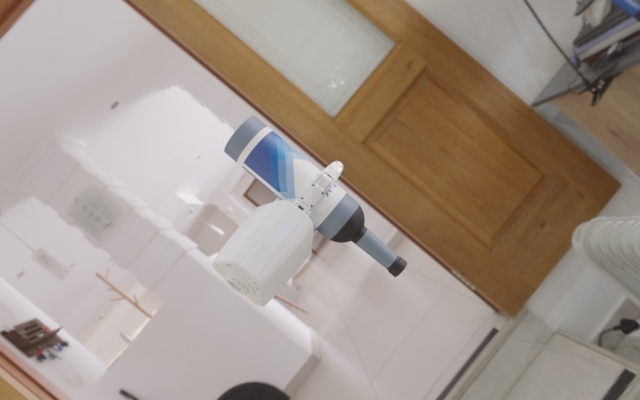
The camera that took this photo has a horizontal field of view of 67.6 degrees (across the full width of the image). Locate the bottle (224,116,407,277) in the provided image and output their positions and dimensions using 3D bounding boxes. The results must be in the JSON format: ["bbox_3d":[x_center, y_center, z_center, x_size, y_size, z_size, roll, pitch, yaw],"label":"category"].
[{"bbox_3d":[0.000,0.002,0.665,0.296,0.069,0.069,40,0,0],"label":"bottle"}]
